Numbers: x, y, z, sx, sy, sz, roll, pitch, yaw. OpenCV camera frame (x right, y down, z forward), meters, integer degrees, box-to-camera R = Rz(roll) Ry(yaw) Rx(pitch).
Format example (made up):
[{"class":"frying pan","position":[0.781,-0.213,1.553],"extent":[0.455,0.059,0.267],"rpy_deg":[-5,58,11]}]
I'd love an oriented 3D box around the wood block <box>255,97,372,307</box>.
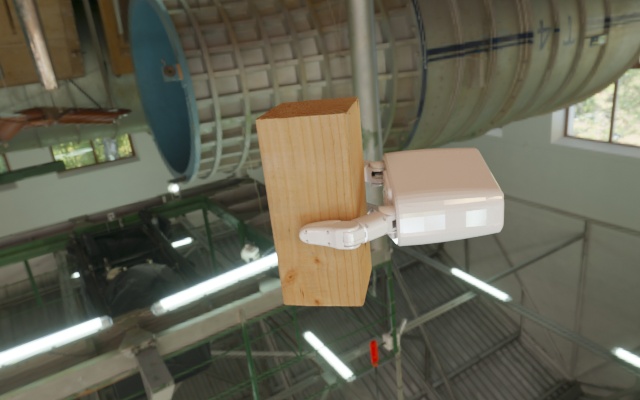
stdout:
[{"class":"wood block","position":[0.000,0.002,0.515],"extent":[0.090,0.206,0.090],"rpy_deg":[-2,21,13]}]
